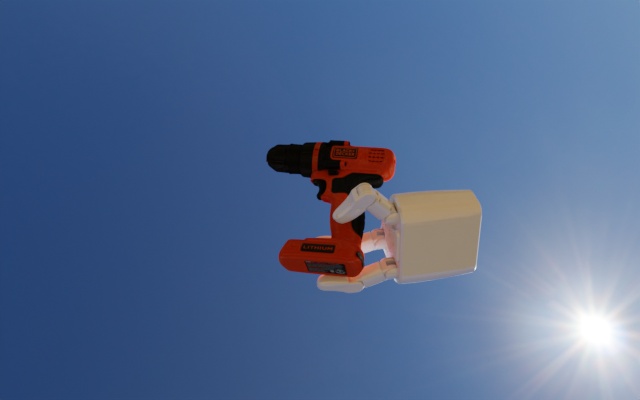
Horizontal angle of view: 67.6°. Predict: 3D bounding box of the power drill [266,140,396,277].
[{"bbox_3d":[0.000,0.003,0.637,0.184,0.187,0.057,4,-28,15],"label":"power drill"}]
